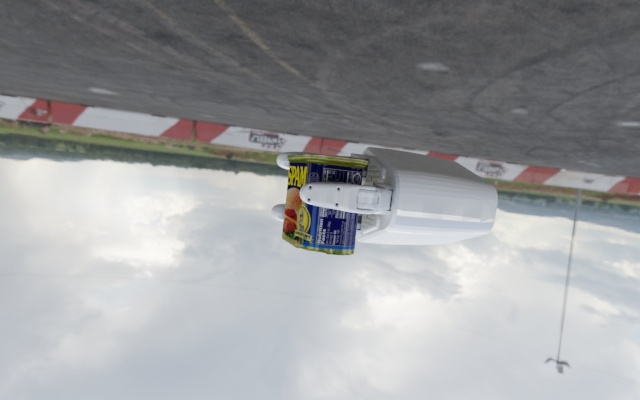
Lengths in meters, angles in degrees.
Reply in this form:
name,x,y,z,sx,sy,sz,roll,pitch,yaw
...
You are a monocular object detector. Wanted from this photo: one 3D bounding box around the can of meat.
name,x,y,z,sx,sy,sz,roll,pitch,yaw
can of meat,0.000,0.002,0.448,0.057,0.084,0.102,5,3,-17
